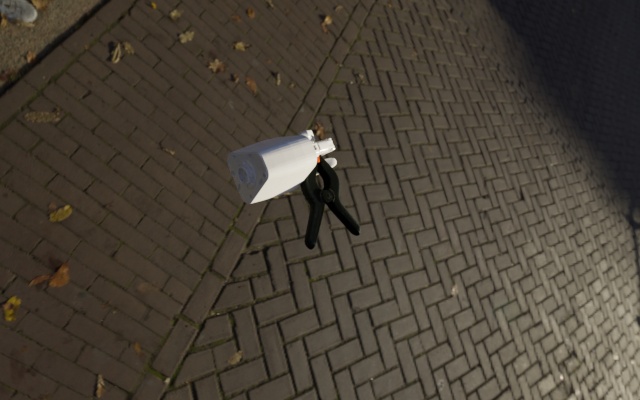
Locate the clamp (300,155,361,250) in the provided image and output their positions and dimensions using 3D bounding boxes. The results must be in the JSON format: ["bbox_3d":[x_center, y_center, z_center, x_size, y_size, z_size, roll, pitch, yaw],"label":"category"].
[{"bbox_3d":[0.001,0.002,0.857,0.120,0.171,0.039,-24,2,-41],"label":"clamp"}]
